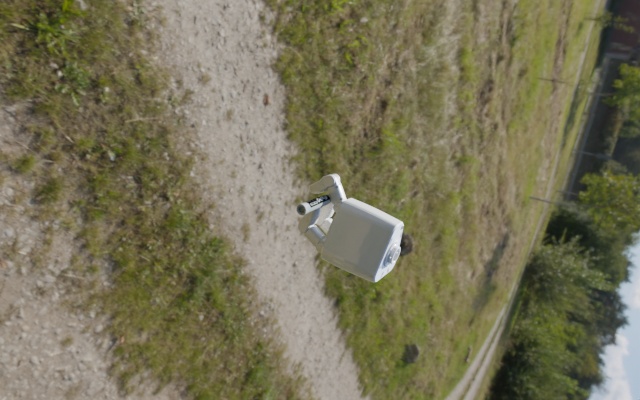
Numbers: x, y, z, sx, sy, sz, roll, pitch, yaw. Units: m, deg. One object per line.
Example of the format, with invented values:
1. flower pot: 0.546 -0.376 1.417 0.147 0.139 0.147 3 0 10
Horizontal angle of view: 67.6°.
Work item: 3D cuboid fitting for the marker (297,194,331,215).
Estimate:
1. marker: 0.000 0.003 0.821 0.020 0.020 0.121 0 12 32
